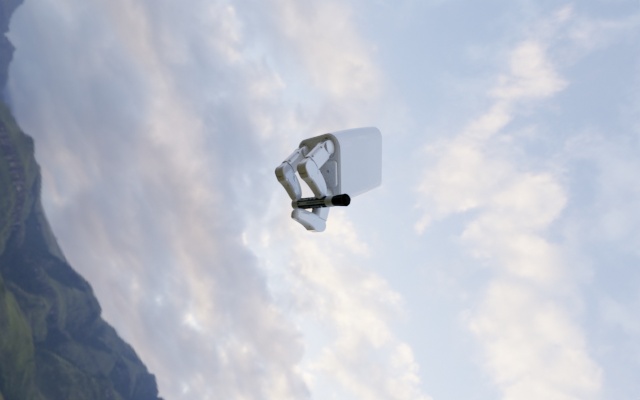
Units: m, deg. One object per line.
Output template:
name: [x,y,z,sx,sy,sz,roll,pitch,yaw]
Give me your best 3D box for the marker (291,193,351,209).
marker: [0.000,0.002,0.706,0.020,0.020,0.121,0,-4,-41]
